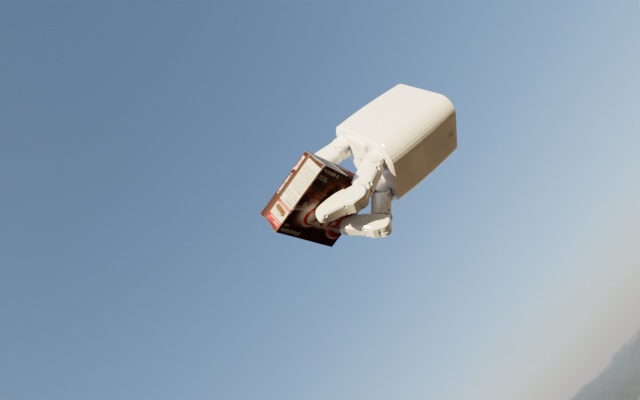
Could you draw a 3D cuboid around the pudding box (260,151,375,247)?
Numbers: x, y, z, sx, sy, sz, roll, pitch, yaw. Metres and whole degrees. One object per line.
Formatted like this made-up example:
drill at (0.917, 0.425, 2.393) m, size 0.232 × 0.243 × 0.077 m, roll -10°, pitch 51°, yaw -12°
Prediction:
pudding box at (0.000, 0.002, 0.543) m, size 0.113 × 0.090 × 0.039 m, roll 22°, pitch 18°, yaw -51°
